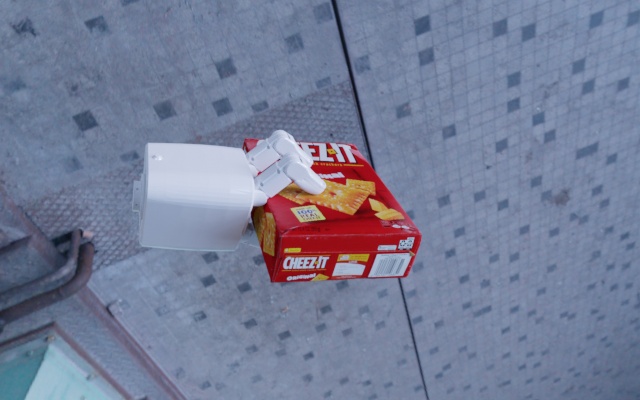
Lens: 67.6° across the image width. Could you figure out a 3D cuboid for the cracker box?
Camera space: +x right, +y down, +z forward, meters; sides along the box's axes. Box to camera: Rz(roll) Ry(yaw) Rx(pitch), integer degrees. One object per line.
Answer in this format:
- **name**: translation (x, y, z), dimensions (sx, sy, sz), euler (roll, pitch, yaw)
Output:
- **cracker box**: translation (0.000, 0.002, 0.578), dimensions (0.164, 0.072, 0.213), euler (1, 34, -21)
